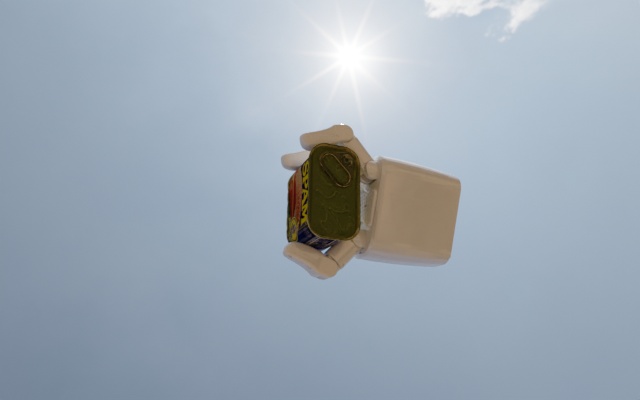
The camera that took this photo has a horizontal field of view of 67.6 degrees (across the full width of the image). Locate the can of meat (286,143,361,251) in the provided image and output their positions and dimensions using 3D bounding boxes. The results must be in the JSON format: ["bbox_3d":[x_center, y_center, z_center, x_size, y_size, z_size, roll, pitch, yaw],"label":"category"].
[{"bbox_3d":[0.000,0.002,0.517,0.057,0.102,0.084,8,-19,-19],"label":"can of meat"}]
